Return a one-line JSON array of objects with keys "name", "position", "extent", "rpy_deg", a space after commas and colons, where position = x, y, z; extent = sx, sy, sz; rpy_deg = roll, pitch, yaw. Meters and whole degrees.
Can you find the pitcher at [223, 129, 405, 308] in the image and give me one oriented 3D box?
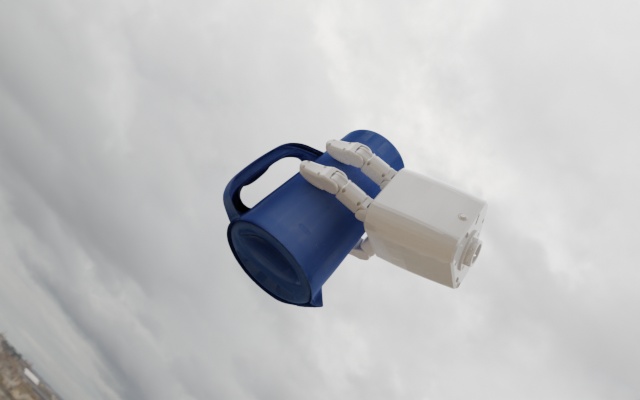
[{"name": "pitcher", "position": [0.000, 0.002, 0.618], "extent": [0.145, 0.149, 0.242], "rpy_deg": [24, 51, 29]}]
